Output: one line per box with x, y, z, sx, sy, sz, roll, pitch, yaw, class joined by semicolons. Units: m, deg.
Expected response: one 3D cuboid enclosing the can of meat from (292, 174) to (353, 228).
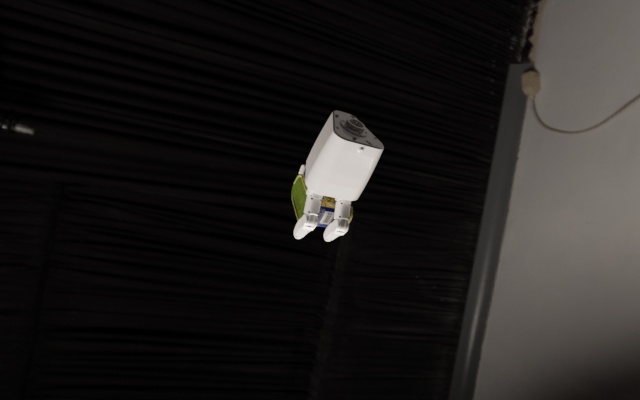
0.000;0.003;0.849;0.084;0.057;0.102;11;37;-26;can of meat
